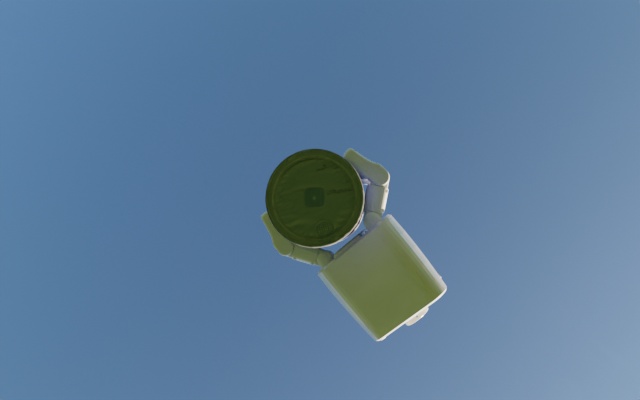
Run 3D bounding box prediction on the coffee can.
[{"bbox_3d":[0.000,0.002,0.558,0.103,0.103,0.140,0,-4,5],"label":"coffee can"}]
